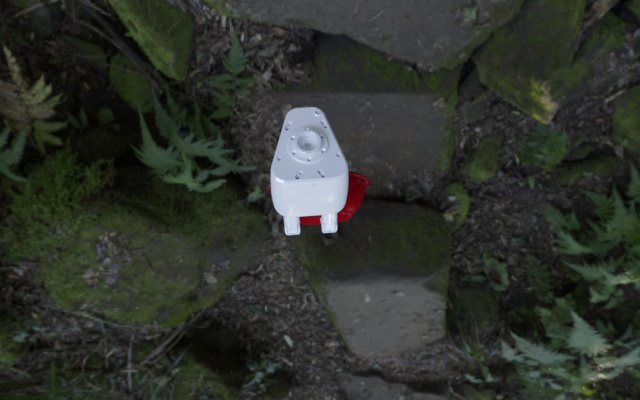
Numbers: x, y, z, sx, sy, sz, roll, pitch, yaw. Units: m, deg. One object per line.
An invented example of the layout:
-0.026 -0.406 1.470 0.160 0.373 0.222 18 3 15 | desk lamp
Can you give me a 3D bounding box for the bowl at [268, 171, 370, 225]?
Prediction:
0.000 0.003 0.751 0.162 0.055 0.162 -4 -13 -1 | bowl
